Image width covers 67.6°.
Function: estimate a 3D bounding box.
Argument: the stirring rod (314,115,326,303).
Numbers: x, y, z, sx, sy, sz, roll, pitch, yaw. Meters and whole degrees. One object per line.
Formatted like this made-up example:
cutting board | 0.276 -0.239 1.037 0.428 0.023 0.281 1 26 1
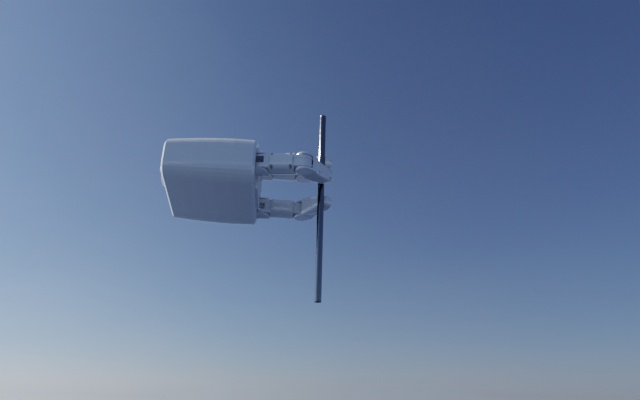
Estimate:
stirring rod | 0.000 0.002 0.576 0.011 0.239 0.011 1 -23 1
